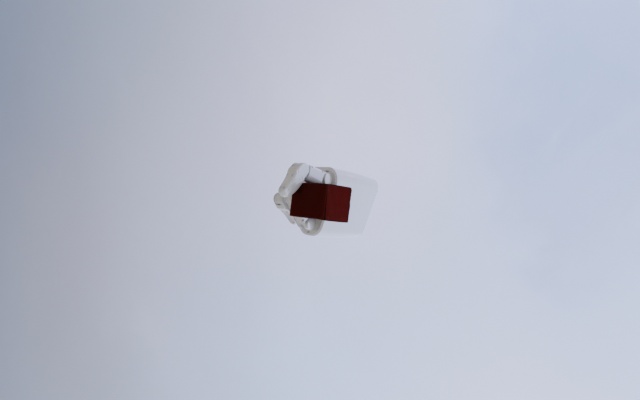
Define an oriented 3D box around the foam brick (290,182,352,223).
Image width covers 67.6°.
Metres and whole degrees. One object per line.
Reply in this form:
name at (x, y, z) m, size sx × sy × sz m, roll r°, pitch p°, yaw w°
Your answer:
foam brick at (0.000, 0.002, 0.700) m, size 0.051 × 0.053 × 0.078 m, roll 8°, pitch -2°, yaw -42°
